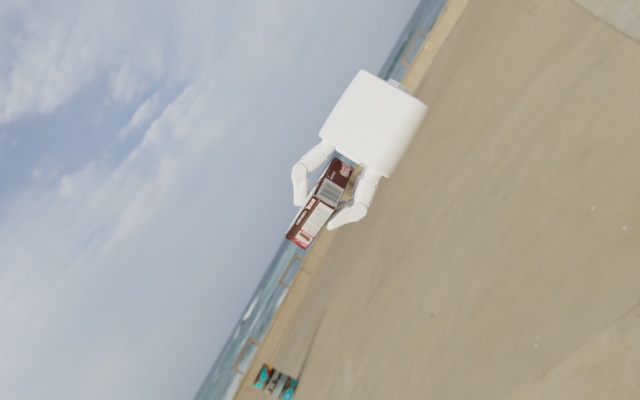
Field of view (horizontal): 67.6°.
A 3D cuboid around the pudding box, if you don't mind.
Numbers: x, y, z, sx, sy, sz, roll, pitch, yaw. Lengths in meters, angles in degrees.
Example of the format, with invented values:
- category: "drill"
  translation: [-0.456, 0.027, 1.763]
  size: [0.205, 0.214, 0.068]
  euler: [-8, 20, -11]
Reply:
- category: "pudding box"
  translation: [0.000, 0.002, 0.668]
  size: [0.039, 0.090, 0.113]
  euler: [33, 35, -2]
